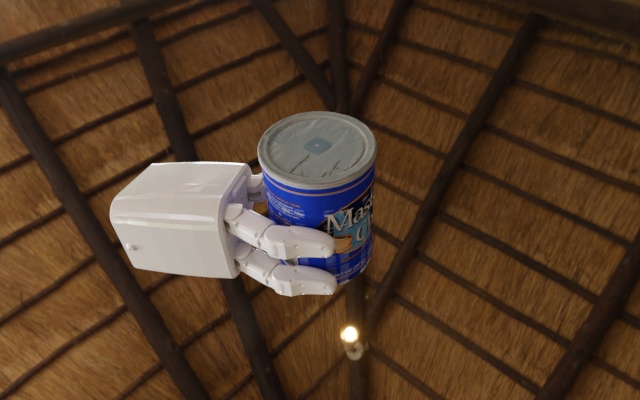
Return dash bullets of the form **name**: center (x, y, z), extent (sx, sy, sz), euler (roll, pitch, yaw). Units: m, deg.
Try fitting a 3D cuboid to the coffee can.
- **coffee can**: center (0.000, 0.001, 0.458), extent (0.103, 0.140, 0.102), euler (-2, 44, 2)
